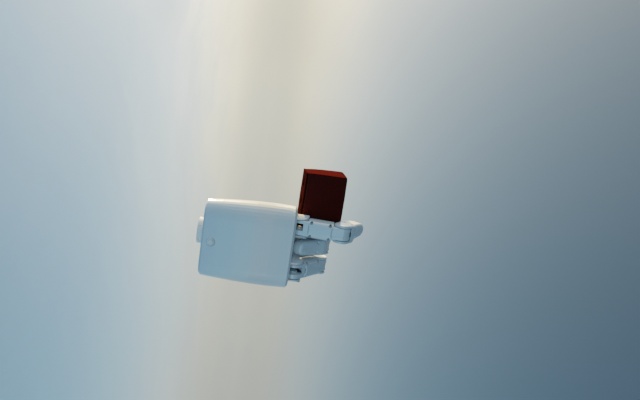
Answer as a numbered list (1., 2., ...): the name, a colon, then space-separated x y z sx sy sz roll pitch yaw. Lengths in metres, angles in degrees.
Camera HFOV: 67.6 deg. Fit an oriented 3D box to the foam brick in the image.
1. foam brick: 0.000 0.002 0.597 0.051 0.078 0.053 8 9 -6
